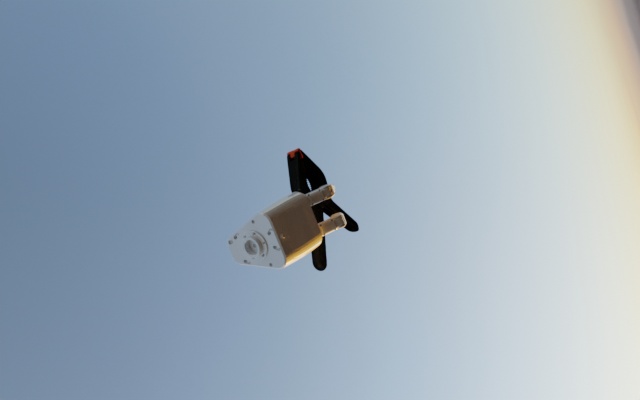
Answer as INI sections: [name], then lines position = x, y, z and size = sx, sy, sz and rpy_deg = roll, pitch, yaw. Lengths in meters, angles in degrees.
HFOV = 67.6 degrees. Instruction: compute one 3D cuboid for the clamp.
[clamp]
position = -0.001, 0.003, 0.869
size = 0.036, 0.210, 0.164
rpy_deg = -18, 7, 33
